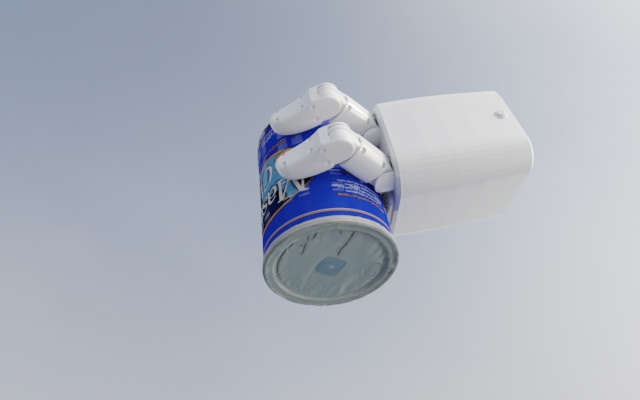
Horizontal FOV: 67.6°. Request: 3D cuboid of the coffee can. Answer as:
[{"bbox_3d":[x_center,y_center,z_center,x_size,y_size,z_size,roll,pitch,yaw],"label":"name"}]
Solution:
[{"bbox_3d":[0.000,0.001,0.403,0.103,0.140,0.103,-5,-44,-5],"label":"coffee can"}]
